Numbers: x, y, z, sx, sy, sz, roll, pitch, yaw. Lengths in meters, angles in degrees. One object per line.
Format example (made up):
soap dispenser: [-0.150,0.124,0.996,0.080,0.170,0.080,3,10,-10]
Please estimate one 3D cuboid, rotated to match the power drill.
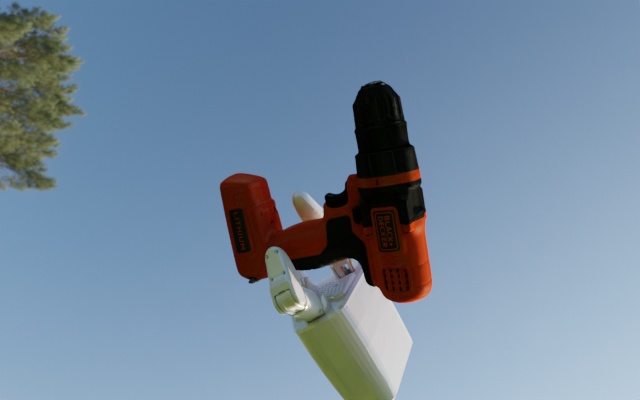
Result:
power drill: [0.000,0.002,0.428,0.187,0.184,0.057,-6,7,31]
